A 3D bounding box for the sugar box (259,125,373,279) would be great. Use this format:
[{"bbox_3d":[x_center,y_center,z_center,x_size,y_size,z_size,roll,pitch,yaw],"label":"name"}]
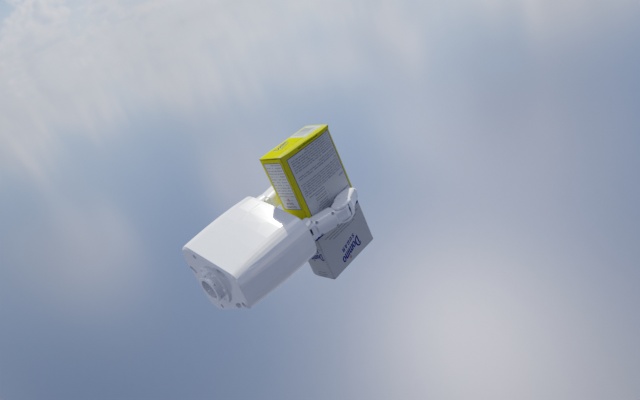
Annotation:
[{"bbox_3d":[0.000,0.002,0.607,0.048,0.176,0.093,5,35,44],"label":"sugar box"}]
